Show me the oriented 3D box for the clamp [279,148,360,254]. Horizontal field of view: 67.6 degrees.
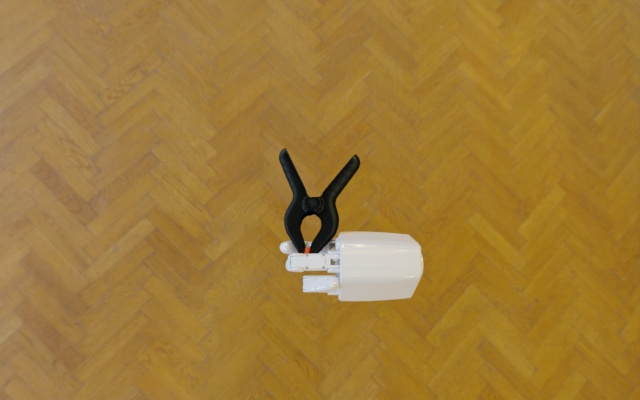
[{"bbox_3d":[0.000,0.002,0.693,0.120,0.171,0.039,-4,-12,9],"label":"clamp"}]
